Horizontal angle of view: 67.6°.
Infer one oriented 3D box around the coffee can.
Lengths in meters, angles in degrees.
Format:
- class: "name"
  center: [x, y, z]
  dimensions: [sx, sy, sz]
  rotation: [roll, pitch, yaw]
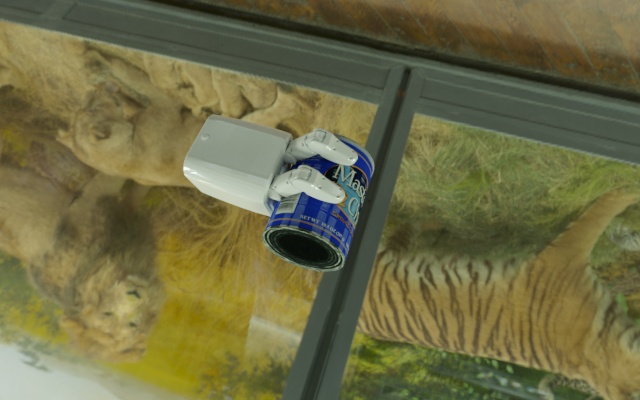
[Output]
- class: "coffee can"
  center: [0.000, 0.002, 0.592]
  dimensions: [0.103, 0.140, 0.103]
  rotation: [15, -30, 9]
